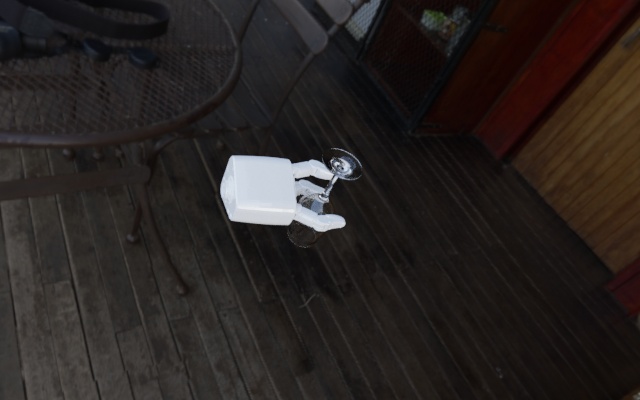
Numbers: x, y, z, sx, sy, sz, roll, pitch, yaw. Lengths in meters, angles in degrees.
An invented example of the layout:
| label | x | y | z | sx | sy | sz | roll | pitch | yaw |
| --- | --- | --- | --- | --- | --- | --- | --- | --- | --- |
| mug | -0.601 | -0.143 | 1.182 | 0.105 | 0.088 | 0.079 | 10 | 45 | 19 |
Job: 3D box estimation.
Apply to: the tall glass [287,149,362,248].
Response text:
| label | x | y | z | sx | sy | sz | roll | pitch | yaw |
| --- | --- | --- | --- | --- | --- | --- | --- | --- | --- |
| tall glass | 0.001 | 0.002 | 0.874 | 0.079 | 0.079 | 0.201 | 0 | -41 | -29 |
